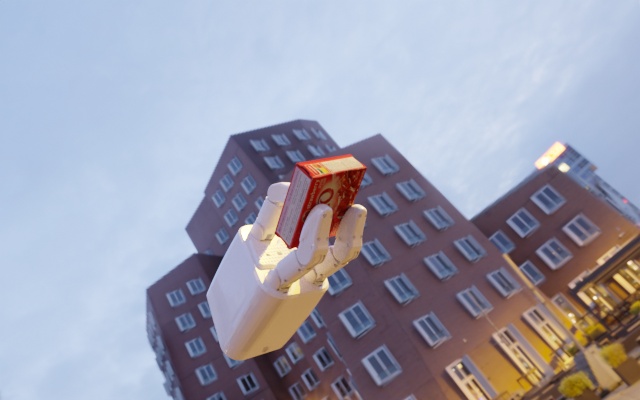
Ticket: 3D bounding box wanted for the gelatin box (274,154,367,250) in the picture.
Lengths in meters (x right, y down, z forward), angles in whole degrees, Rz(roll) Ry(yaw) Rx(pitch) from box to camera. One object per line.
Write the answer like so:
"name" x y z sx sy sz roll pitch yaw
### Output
"gelatin box" 0.000 0.001 0.477 0.073 0.089 0.030 -13 44 -41
